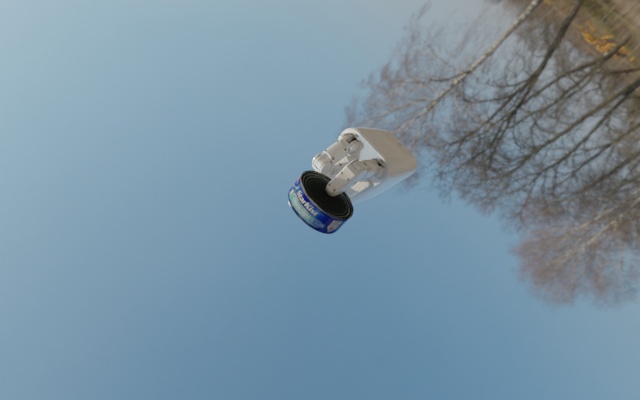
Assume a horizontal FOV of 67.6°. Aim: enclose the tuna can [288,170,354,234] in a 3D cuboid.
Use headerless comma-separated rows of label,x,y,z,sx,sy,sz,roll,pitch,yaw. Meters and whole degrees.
tuna can,0.000,0.002,0.630,0.086,0.086,0.034,0,-41,-52
